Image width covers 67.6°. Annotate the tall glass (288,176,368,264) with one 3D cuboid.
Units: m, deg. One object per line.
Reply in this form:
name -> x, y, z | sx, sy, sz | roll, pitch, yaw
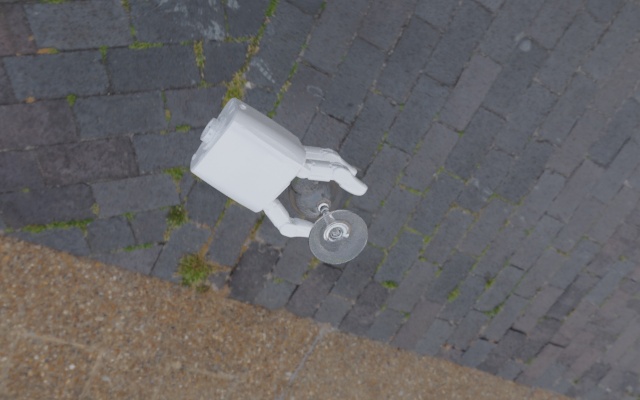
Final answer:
tall glass -> 0.000, 0.003, 0.660 | 0.079, 0.079, 0.201 | 0, 25, -14
